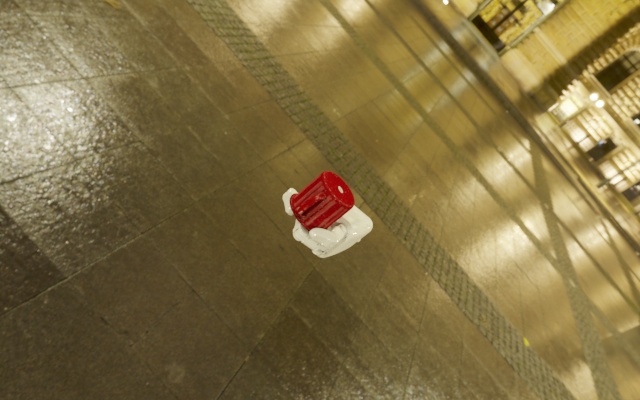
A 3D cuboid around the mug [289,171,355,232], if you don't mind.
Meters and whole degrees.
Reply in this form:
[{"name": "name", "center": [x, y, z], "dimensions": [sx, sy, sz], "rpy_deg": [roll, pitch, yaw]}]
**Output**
[{"name": "mug", "center": [0.000, 0.003, 0.833], "dimensions": [0.081, 0.093, 0.117], "rpy_deg": [-40, -15, 25]}]
